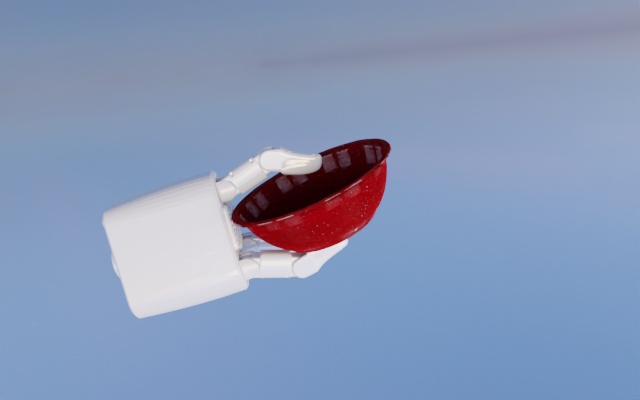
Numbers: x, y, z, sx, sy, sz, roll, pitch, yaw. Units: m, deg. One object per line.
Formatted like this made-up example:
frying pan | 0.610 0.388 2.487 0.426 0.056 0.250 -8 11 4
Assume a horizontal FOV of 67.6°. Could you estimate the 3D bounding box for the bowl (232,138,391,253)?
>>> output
bowl | 0.001 0.001 0.452 0.162 0.055 0.162 -24 18 8
